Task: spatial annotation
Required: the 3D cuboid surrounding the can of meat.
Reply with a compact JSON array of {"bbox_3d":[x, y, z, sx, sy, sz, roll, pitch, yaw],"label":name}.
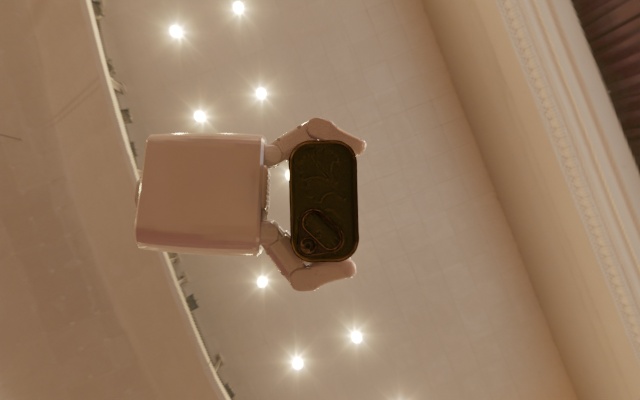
[{"bbox_3d":[0.000,0.001,0.435,0.057,0.102,0.084,-2,-1,-4],"label":"can of meat"}]
